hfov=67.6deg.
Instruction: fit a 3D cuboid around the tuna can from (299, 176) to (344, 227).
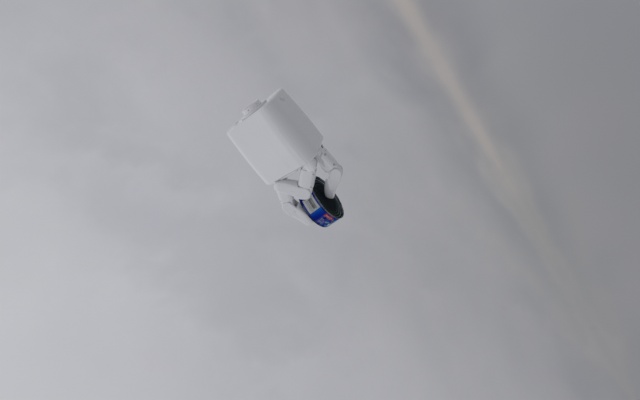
[{"bbox_3d":[0.000,0.003,0.813,0.034,0.086,0.086,-36,-15,21],"label":"tuna can"}]
